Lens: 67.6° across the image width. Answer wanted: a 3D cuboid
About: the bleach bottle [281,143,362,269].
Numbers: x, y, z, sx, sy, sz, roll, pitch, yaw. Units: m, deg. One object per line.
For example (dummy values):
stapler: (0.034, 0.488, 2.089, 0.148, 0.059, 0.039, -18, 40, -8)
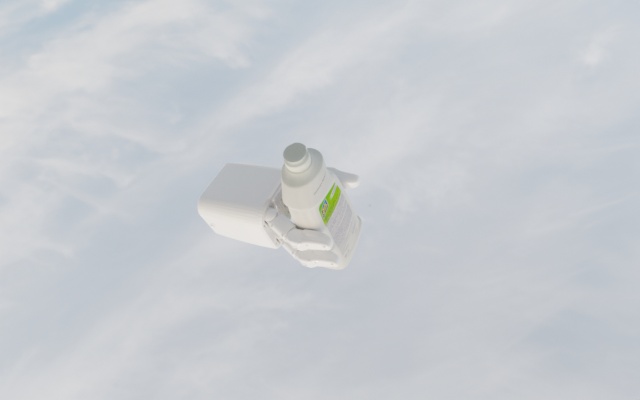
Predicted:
bleach bottle: (0.000, 0.002, 0.655, 0.068, 0.102, 0.251, 10, -28, 20)
